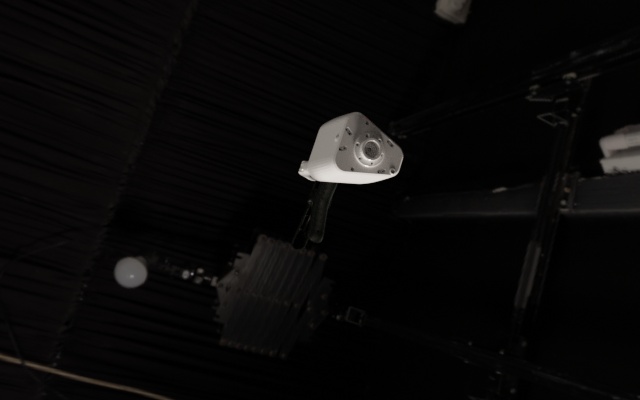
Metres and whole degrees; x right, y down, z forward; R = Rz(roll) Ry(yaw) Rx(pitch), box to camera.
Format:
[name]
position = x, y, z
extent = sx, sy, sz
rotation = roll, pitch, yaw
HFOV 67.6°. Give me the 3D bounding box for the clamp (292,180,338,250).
[clamp]
position = 0.001, 0.003, 0.792
extent = 0.039, 0.171, 0.120
rotation = 21, -8, -19
